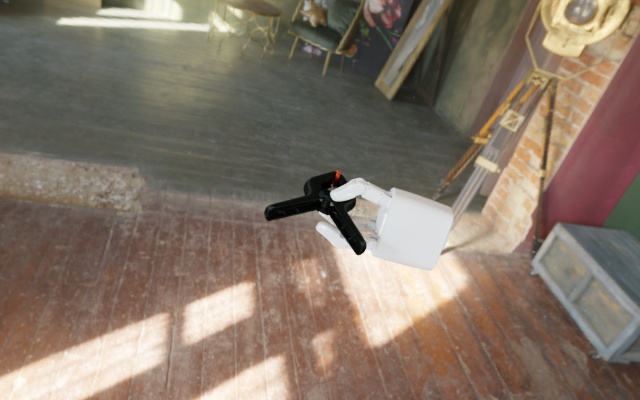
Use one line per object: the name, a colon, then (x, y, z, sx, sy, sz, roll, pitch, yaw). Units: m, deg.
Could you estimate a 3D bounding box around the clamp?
clamp: (0.001, 0.002, 0.799, 0.164, 0.036, 0.209, 19, 31, -5)
